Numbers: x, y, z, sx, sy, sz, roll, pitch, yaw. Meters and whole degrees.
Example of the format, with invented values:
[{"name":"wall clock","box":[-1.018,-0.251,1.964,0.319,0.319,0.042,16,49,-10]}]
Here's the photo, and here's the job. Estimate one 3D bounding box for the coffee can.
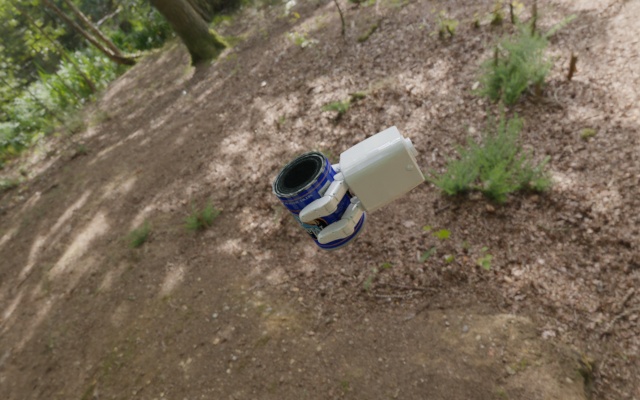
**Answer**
[{"name":"coffee can","box":[0.000,0.003,0.805,0.103,0.102,0.140,0,-42,43]}]
